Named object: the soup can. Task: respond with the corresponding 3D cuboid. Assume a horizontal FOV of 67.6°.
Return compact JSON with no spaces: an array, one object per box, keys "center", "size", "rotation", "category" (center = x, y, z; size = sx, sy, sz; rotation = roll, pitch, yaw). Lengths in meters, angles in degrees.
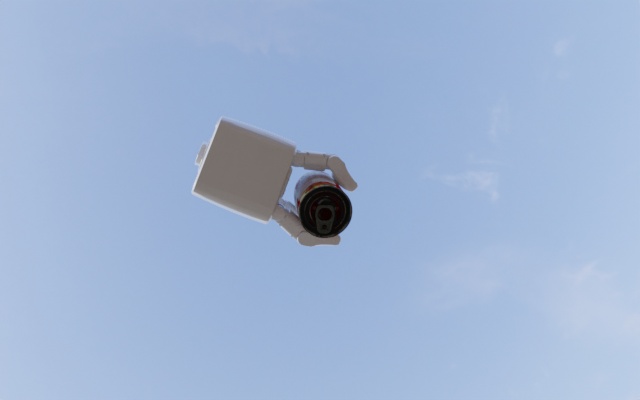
[{"center":[0.001,0.002,0.637],"size":[0.068,0.068,0.102],"rotation":[0,15,-7],"category":"soup can"}]
